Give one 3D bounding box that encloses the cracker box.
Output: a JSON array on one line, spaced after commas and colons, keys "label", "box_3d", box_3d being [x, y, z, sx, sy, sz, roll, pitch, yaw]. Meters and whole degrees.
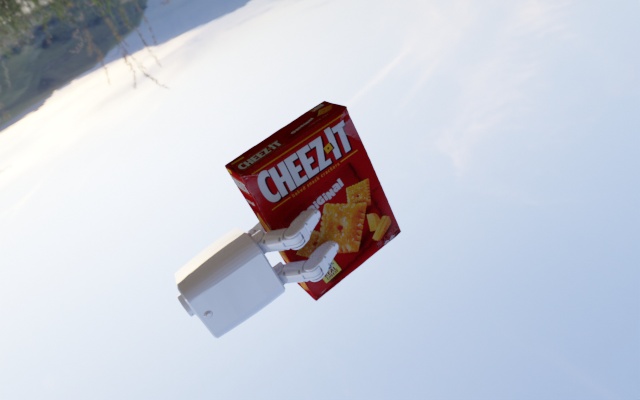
[{"label": "cracker box", "box_3d": [0.000, 0.002, 0.642, 0.164, 0.214, 0.072, -36, 29, -15]}]
